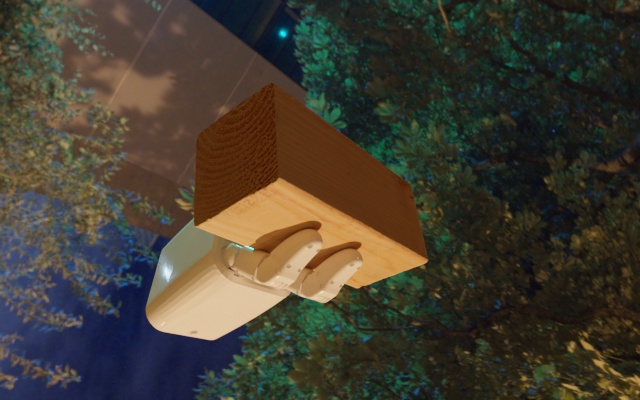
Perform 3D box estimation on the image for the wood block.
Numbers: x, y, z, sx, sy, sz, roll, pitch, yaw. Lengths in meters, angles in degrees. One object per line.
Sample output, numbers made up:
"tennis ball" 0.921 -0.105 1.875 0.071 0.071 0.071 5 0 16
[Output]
"wood block" 0.000 0.001 0.422 0.090 0.090 0.206 -27 -36 30
